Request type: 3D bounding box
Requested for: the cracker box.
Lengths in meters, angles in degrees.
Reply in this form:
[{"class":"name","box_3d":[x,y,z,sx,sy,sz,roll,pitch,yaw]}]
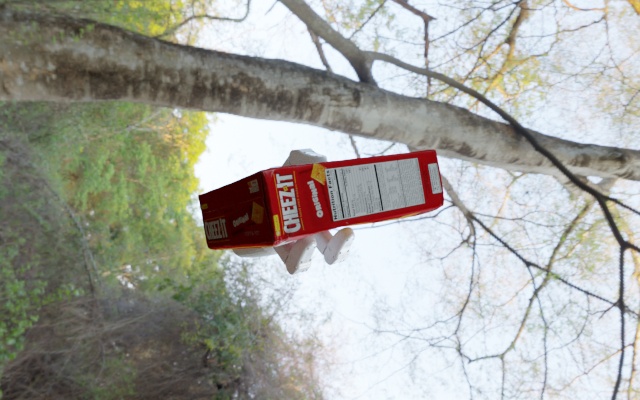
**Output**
[{"class":"cracker box","box_3d":[0.000,0.001,0.518,0.213,0.072,0.164,-10,-2,-33]}]
